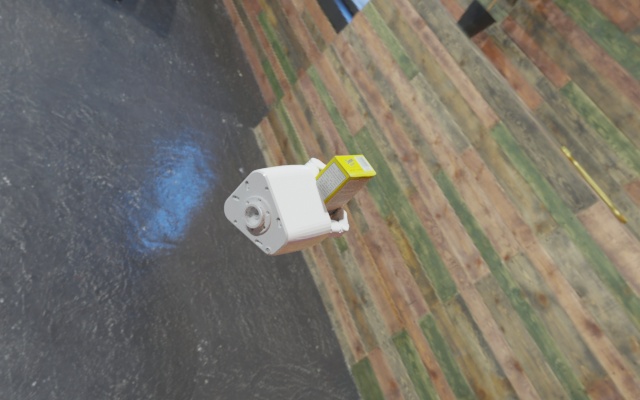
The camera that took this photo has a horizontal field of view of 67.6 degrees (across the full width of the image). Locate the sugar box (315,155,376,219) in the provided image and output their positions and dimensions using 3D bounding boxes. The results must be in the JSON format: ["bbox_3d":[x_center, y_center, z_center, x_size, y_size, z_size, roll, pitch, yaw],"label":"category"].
[{"bbox_3d":[0.000,0.002,0.750,0.176,0.048,0.093,-43,-17,27],"label":"sugar box"}]
